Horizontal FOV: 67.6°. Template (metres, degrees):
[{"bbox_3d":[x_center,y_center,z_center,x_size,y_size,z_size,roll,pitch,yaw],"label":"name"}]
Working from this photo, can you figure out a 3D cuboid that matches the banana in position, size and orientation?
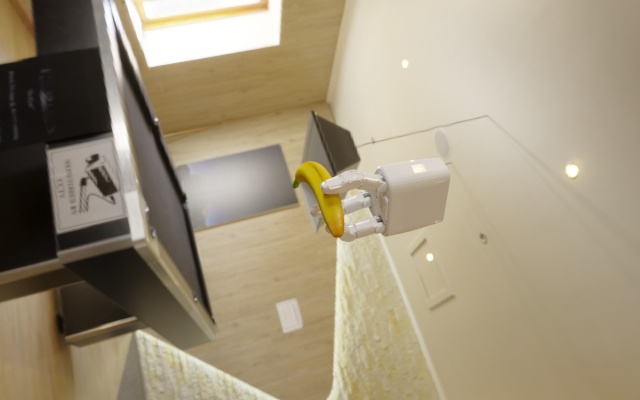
[{"bbox_3d":[-0.001,-0.016,0.749,0.037,0.070,0.197,-9,28,-18],"label":"banana"}]
